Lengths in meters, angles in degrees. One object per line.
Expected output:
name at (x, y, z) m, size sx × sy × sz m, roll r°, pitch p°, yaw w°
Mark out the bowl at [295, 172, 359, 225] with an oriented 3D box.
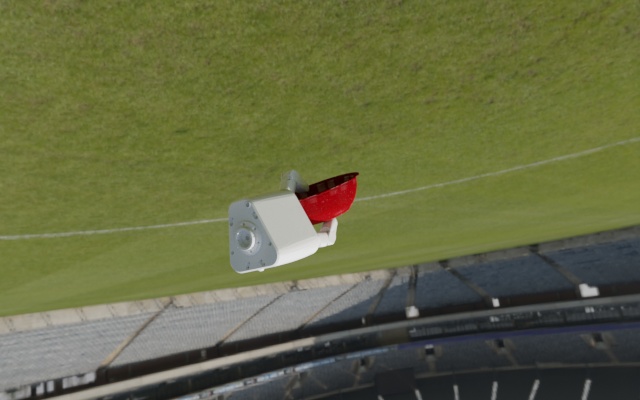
bowl at (0.001, 0.003, 0.839) m, size 0.162 × 0.055 × 0.162 m, roll -20°, pitch 9°, yaw 3°
